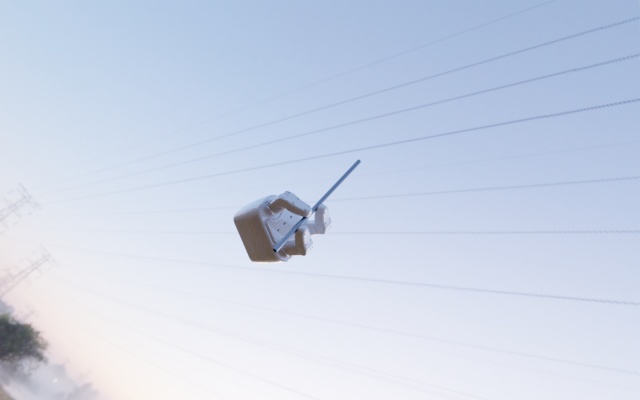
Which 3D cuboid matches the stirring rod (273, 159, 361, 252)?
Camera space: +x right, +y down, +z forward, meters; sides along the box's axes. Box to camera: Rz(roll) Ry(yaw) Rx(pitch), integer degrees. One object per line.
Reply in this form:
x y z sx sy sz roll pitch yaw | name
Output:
0.000 0.003 0.784 0.011 0.011 0.239 0 37 46 | stirring rod
